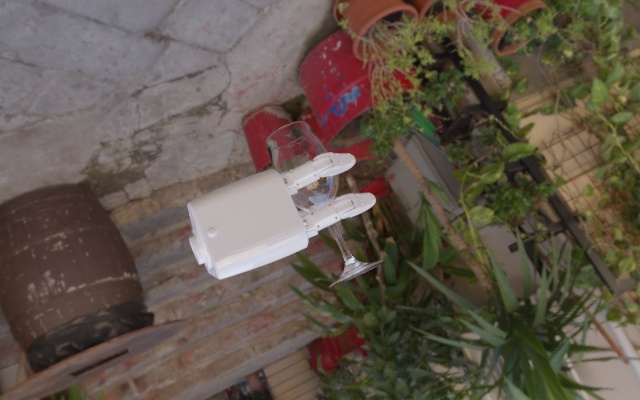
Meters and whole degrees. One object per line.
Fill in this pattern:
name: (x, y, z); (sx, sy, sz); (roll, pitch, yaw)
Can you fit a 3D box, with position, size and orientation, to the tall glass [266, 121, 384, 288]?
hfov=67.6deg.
tall glass: (0.001, 0.003, 0.593); (0.079, 0.201, 0.079); (-25, -13, -6)
